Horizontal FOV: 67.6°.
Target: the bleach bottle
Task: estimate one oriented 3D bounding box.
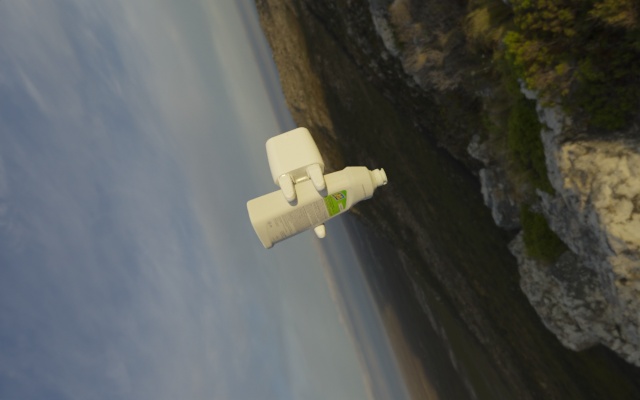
[{"bbox_3d":[0.000,0.003,0.871,0.251,0.068,0.103,-20,-38,-1],"label":"bleach bottle"}]
